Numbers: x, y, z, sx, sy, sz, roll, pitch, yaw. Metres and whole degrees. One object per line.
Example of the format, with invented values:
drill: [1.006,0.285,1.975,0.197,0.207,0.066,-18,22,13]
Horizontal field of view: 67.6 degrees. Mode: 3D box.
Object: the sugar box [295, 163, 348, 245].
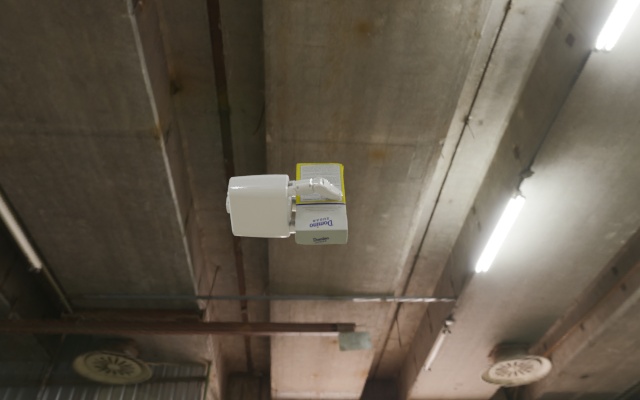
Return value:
sugar box: [0.000,0.003,0.894,0.093,0.176,0.048,0,-42,0]
